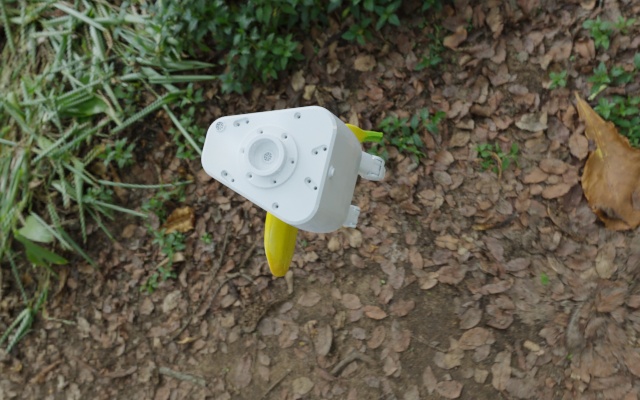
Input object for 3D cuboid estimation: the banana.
[{"bbox_3d":[-0.013,-0.012,0.519,0.069,0.198,0.037,36,0,-3],"label":"banana"}]
